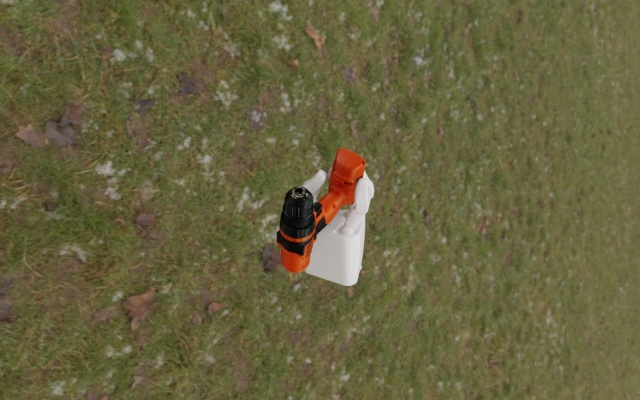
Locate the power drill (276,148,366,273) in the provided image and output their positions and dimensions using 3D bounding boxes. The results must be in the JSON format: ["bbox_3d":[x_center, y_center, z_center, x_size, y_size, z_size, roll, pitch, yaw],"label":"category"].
[{"bbox_3d":[0.000,0.002,0.741,0.057,0.187,0.185,30,-36,16],"label":"power drill"}]
